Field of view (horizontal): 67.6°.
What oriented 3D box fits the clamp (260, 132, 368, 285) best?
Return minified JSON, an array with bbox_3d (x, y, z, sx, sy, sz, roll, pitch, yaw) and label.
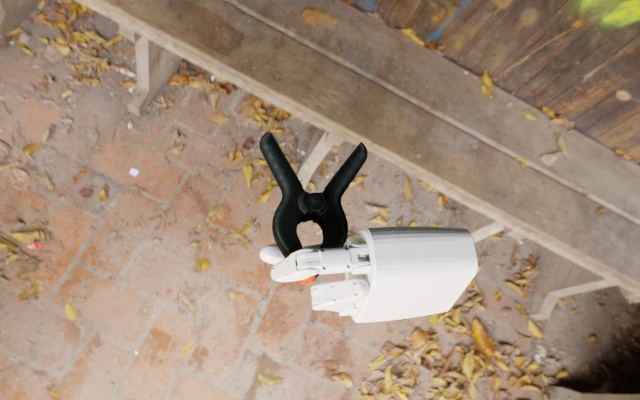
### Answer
[{"bbox_3d":[0.000,0.002,0.508,0.120,0.171,0.039,-5,-20,-5],"label":"clamp"}]
